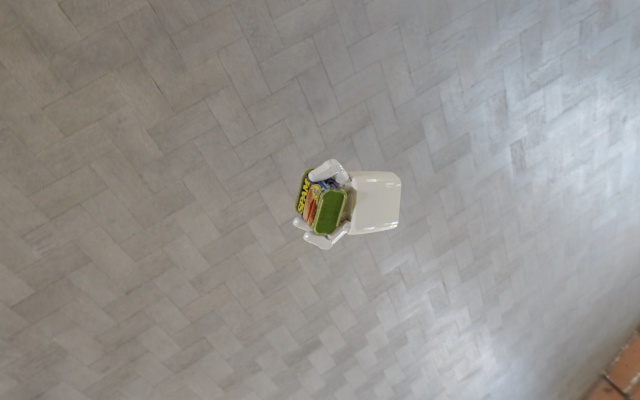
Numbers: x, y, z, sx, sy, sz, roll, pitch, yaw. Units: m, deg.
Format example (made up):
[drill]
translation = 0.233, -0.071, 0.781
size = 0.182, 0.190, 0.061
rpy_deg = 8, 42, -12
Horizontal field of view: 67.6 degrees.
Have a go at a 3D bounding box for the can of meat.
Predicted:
[can of meat]
translation = 0.000, 0.003, 0.885
size = 0.057, 0.102, 0.084
rpy_deg = 0, 30, -28
